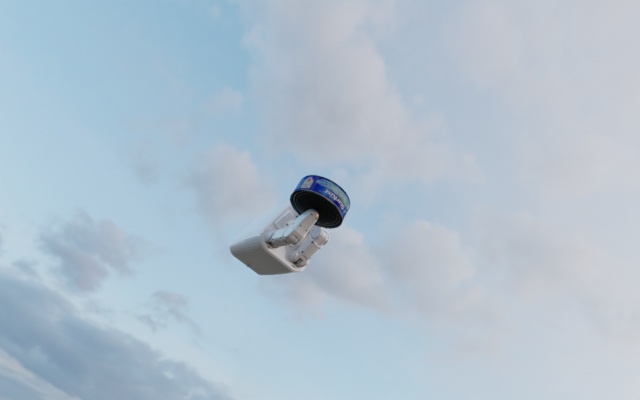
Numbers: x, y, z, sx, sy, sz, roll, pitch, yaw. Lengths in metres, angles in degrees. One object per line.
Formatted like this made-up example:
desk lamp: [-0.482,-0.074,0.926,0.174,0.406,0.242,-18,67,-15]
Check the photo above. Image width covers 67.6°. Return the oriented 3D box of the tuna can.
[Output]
tuna can: [0.000,0.002,0.705,0.086,0.033,0.086,21,-32,14]
